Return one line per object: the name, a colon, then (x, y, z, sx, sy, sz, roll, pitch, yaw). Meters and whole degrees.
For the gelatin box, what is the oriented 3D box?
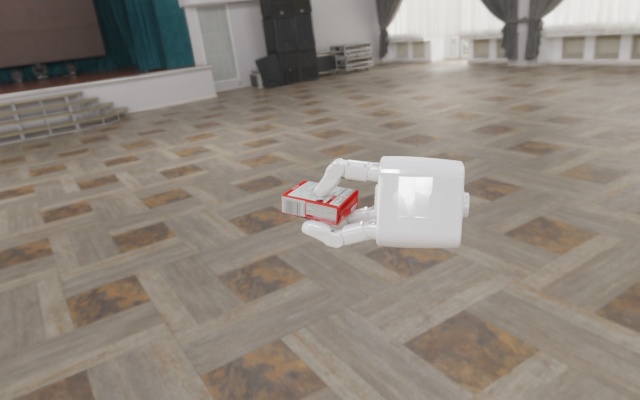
gelatin box: (0.000, 0.002, 0.670, 0.089, 0.030, 0.073, 12, 24, 21)
